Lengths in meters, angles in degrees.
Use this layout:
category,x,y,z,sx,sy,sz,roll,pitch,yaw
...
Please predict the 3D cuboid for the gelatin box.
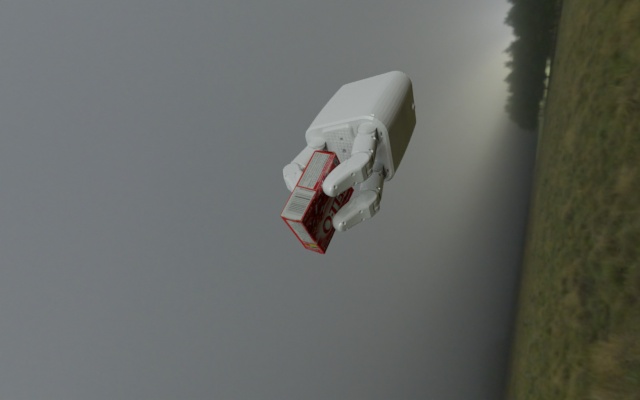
category,x,y,z,sx,sy,sz,roll,pitch,yaw
gelatin box,0.000,0.002,0.517,0.030,0.089,0.073,13,-27,29
